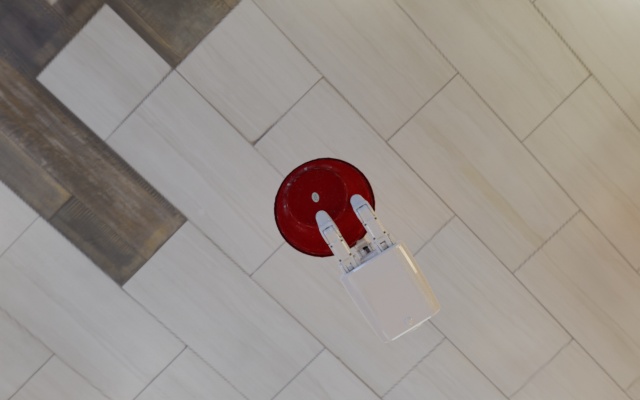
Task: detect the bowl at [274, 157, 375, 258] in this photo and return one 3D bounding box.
[{"bbox_3d":[-0.001,0.001,0.724,0.162,0.162,0.055,0,-15,12],"label":"bowl"}]
